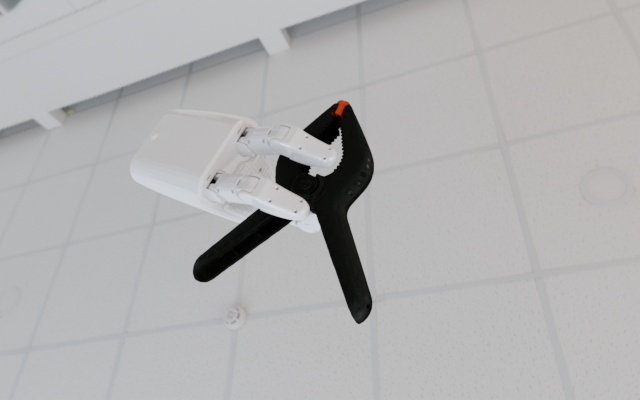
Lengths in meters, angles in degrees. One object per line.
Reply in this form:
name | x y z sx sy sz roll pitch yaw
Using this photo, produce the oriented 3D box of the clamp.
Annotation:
clamp | 0.000 0.001 0.422 0.164 0.210 0.036 16 -25 28
